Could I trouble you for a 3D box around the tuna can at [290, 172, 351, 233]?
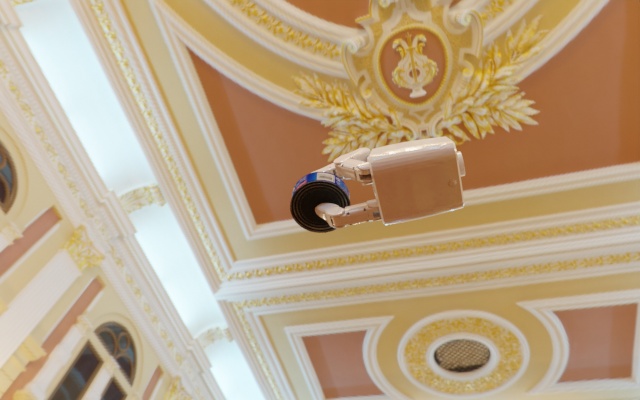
[{"bbox_3d":[0.000,0.002,0.686,0.086,0.086,0.033,0,30,1],"label":"tuna can"}]
